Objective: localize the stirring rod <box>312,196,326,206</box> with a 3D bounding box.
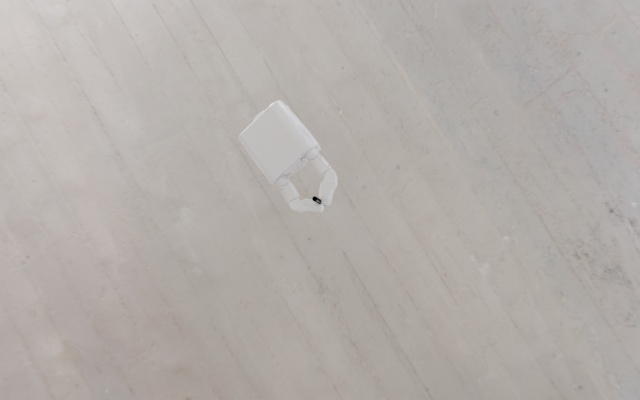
[{"bbox_3d":[0.000,0.003,0.853,0.011,0.011,0.239,0,-3,4],"label":"stirring rod"}]
